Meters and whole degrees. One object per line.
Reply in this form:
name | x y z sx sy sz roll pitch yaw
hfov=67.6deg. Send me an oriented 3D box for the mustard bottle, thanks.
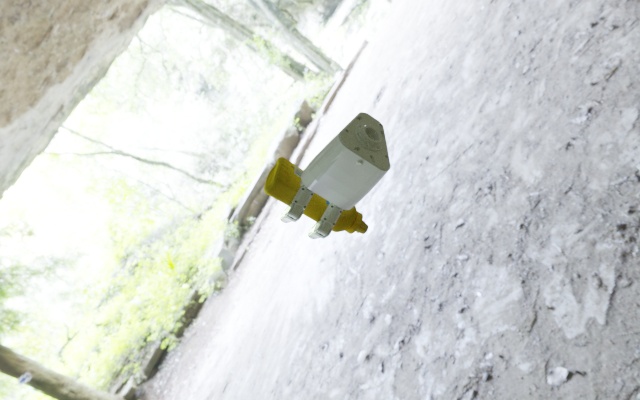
mustard bottle | 0.000 0.003 0.806 0.191 0.058 0.096 31 20 -15
